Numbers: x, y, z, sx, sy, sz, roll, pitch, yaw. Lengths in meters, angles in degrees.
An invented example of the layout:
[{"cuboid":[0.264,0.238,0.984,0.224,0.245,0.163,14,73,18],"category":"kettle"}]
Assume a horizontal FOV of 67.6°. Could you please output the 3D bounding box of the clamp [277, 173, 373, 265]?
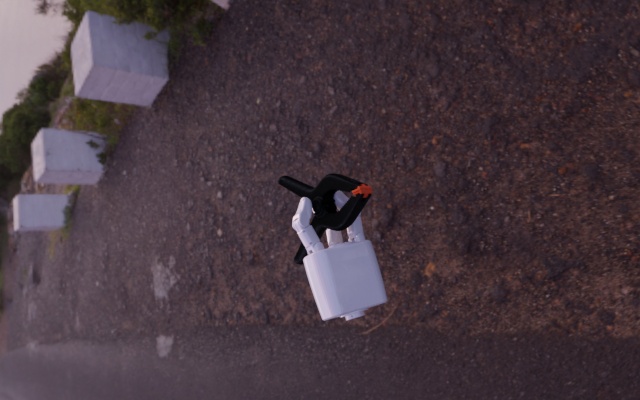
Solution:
[{"cuboid":[0.000,0.003,0.807,0.036,0.164,0.210,-5,-19,-43],"category":"clamp"}]
